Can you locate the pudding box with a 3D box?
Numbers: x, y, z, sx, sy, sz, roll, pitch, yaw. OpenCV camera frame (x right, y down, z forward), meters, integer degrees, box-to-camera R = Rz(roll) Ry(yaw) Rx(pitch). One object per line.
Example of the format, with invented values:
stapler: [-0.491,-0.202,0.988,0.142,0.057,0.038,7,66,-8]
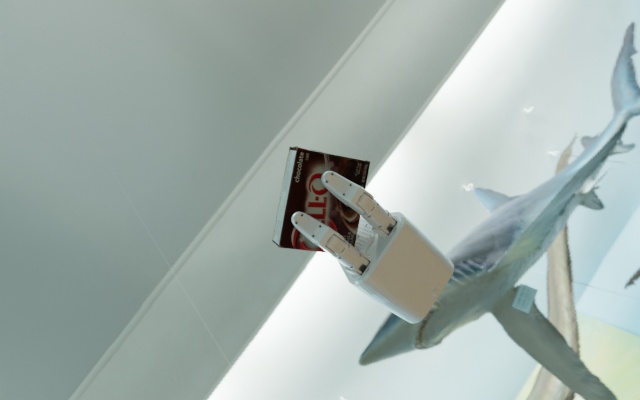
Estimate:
pudding box: [0.000,0.002,0.541,0.090,0.113,0.039,8,3,-23]
